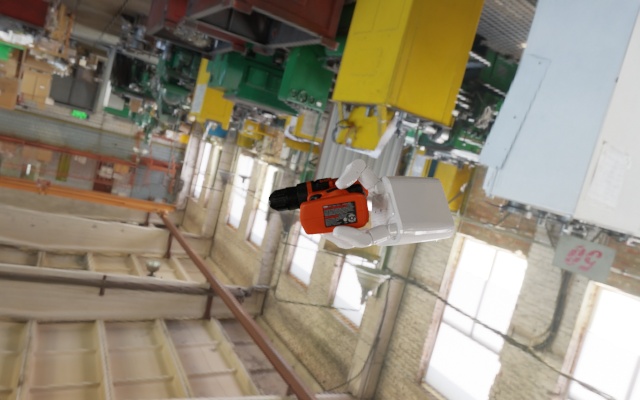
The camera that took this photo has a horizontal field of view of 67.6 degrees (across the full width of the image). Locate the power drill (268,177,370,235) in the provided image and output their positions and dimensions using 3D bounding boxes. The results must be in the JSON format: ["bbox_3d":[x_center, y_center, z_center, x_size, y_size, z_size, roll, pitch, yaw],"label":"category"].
[{"bbox_3d":[0.000,0.003,0.804,0.184,0.057,0.187,-11,15,-1],"label":"power drill"}]
